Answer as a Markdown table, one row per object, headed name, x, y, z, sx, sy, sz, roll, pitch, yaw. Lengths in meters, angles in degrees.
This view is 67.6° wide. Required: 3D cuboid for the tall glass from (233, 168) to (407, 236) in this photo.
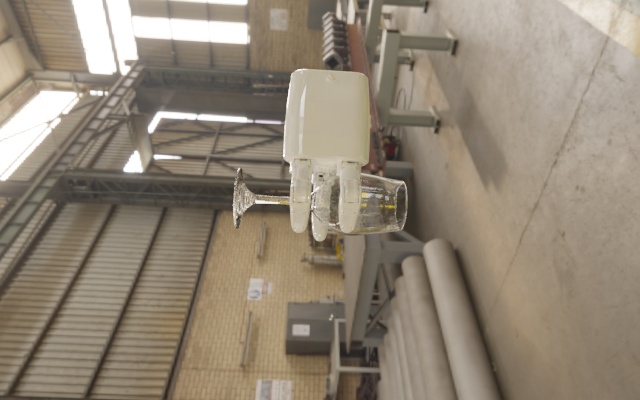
| name | x | y | z | sx | sy | sz | roll | pitch | yaw |
| --- | --- | --- | --- | --- | --- | --- | --- | --- | --- |
| tall glass | -0.001 | 0.002 | 0.580 | 0.201 | 0.079 | 0.079 | 3 | 0 | -2 |
